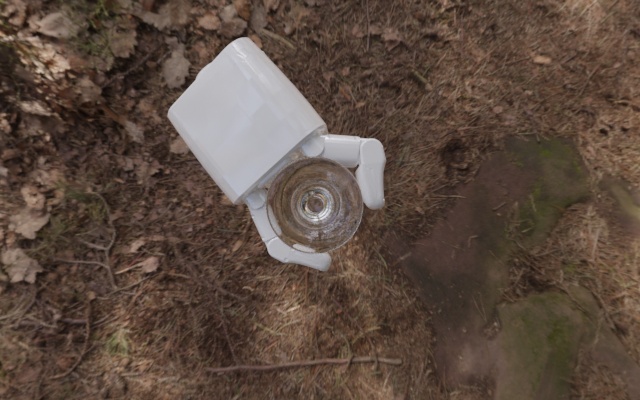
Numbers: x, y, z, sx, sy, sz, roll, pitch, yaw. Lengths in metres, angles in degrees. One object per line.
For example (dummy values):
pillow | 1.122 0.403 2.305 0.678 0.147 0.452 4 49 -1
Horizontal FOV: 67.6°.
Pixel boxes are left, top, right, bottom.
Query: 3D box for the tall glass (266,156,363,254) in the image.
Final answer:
tall glass | 0.000 0.002 0.459 0.079 0.079 0.201 0 1 3
